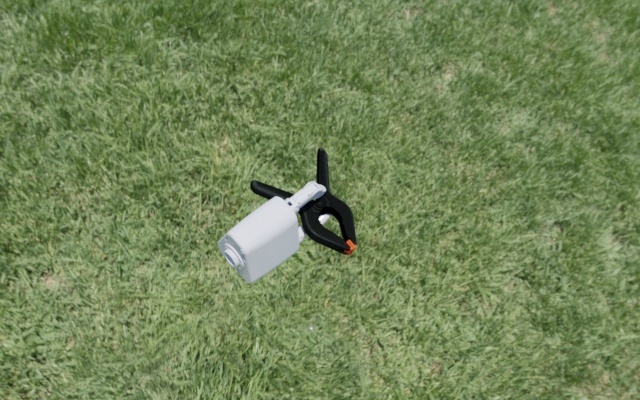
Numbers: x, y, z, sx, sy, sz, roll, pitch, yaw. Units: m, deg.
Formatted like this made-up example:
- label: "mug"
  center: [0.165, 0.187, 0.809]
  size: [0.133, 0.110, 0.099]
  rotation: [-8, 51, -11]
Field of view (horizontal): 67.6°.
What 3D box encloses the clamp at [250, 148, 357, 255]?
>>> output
- label: "clamp"
  center: [0.000, 0.003, 0.851]
  size: [0.164, 0.210, 0.036]
  rotation: [-37, -15, -27]
